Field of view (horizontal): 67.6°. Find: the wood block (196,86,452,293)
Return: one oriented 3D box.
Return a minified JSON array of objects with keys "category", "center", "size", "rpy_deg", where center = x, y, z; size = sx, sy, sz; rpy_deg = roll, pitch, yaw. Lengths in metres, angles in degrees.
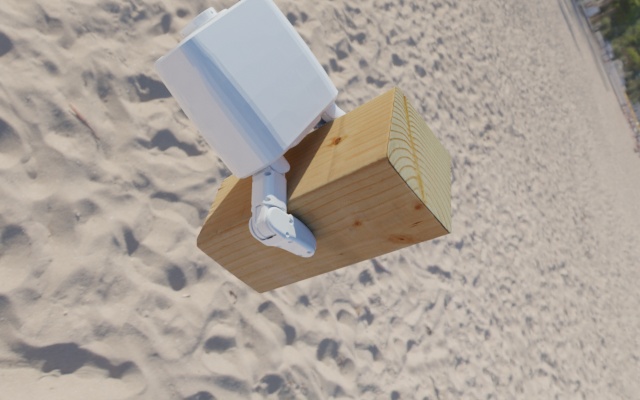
[{"category":"wood block","center":[0.000,0.001,0.421],"size":[0.206,0.090,0.090],"rpy_deg":[-23,-53,34]}]
